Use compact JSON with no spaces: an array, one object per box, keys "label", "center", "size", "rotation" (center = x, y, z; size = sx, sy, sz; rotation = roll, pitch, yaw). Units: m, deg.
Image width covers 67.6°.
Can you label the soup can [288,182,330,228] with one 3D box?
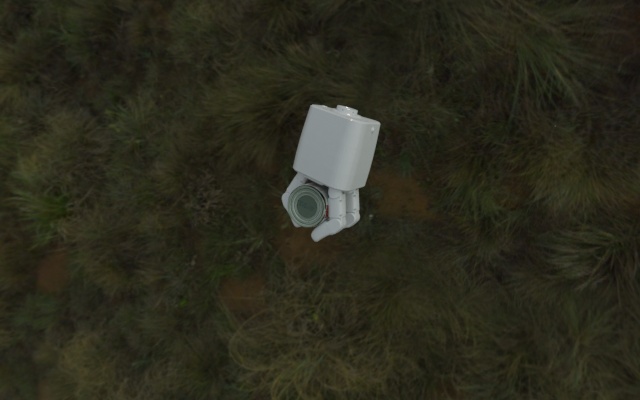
[{"label":"soup can","center":[0.000,0.003,0.771],"size":[0.068,0.068,0.102],"rotation":[0,8,26]}]
